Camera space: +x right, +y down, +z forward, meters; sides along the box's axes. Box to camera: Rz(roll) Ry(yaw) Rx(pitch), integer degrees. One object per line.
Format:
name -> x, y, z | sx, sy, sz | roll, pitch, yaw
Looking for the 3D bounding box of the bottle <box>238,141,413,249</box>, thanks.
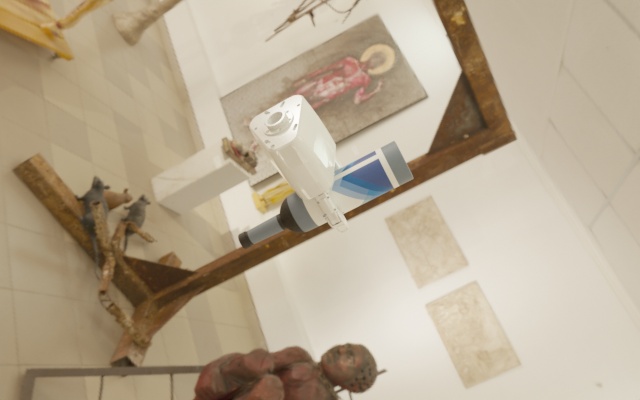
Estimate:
bottle -> 0.000, 0.002, 0.764 | 0.296, 0.069, 0.069 | -27, -5, 10
